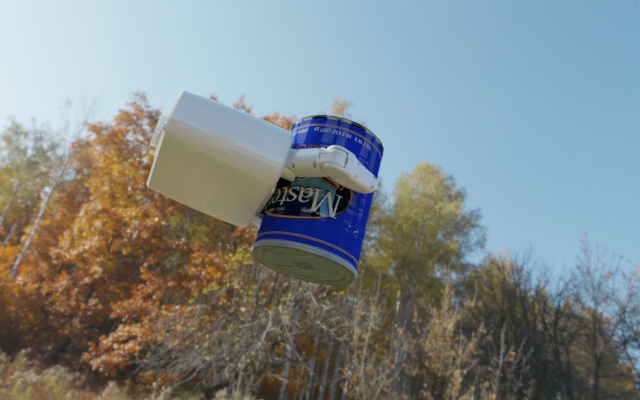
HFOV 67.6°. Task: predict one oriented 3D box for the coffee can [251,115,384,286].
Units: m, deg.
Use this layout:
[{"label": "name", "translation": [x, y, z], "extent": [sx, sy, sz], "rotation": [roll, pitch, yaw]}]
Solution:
[{"label": "coffee can", "translation": [0.000, 0.002, 0.478], "extent": [0.103, 0.140, 0.103], "rotation": [13, -23, 6]}]
